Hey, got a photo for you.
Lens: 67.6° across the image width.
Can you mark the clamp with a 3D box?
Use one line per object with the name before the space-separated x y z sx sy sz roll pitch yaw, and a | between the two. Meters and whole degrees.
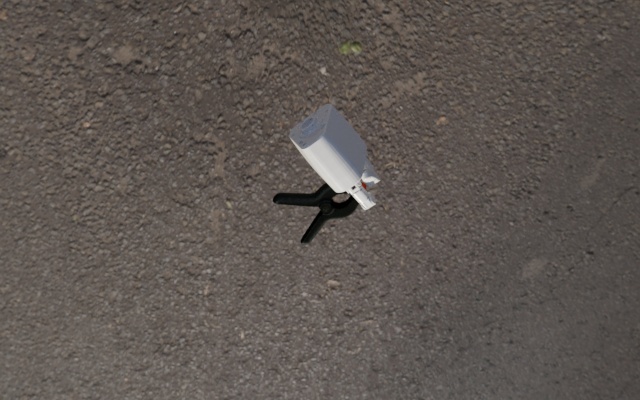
clamp | 0.000 0.003 0.885 0.171 0.120 0.039 -33 31 16
